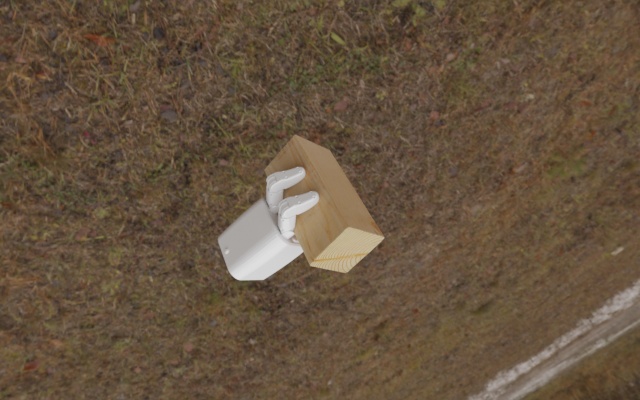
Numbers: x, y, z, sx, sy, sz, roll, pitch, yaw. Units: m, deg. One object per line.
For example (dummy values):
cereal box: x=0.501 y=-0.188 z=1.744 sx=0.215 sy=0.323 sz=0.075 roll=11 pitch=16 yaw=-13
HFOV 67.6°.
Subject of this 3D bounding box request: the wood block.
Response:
wood block: x=0.000 y=0.003 z=0.763 sx=0.091 sy=0.206 sz=0.090 roll=19 pitch=-58 yaw=-46
